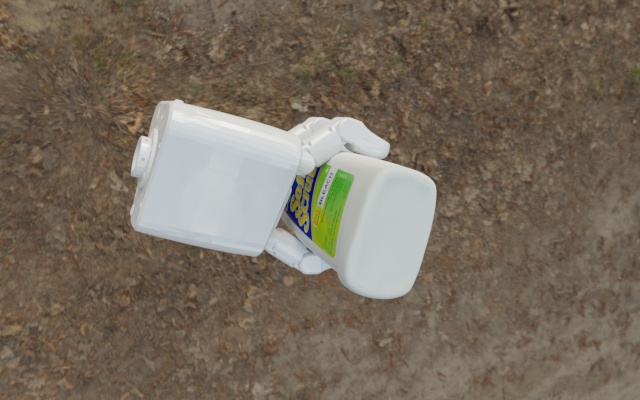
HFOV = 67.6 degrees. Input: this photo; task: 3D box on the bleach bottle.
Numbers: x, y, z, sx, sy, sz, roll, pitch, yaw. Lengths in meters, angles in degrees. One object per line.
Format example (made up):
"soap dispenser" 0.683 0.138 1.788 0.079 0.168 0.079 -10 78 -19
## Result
"bleach bottle" 0.000 0.001 0.453 0.068 0.102 0.251 13 4 -28
